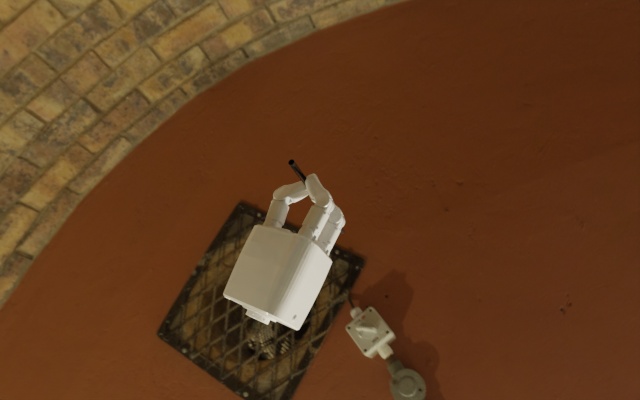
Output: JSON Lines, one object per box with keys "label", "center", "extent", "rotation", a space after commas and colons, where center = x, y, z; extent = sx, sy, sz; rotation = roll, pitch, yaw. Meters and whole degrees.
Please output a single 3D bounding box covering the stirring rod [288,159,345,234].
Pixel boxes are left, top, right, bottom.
{"label": "stirring rod", "center": [0.000, 0.002, 0.709], "extent": [0.011, 0.011, 0.240], "rotation": [0, -25, 20]}
